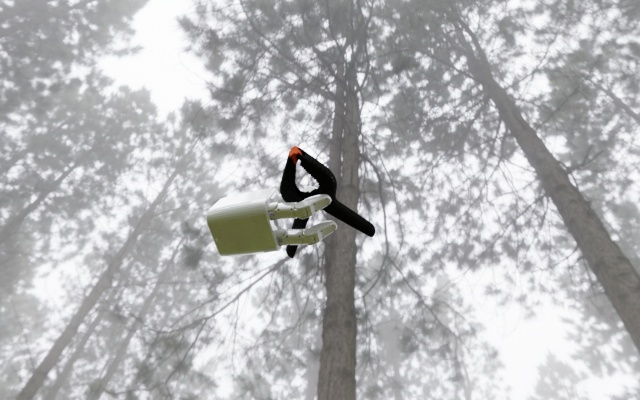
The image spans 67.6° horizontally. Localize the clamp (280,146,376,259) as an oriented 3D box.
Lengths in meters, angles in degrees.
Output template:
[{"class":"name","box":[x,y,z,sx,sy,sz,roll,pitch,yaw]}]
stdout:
[{"class":"clamp","box":[0.000,0.002,0.804,0.164,0.210,0.036,-11,32,5]}]
